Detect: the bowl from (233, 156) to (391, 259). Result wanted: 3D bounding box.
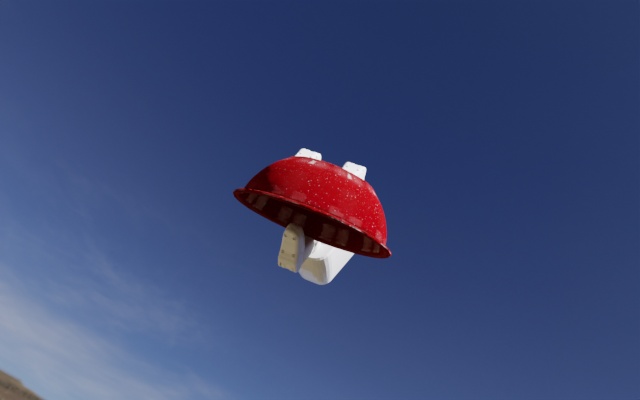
[{"bbox_3d":[0.000,0.001,0.463,0.162,0.055,0.162,21,-12,5],"label":"bowl"}]
